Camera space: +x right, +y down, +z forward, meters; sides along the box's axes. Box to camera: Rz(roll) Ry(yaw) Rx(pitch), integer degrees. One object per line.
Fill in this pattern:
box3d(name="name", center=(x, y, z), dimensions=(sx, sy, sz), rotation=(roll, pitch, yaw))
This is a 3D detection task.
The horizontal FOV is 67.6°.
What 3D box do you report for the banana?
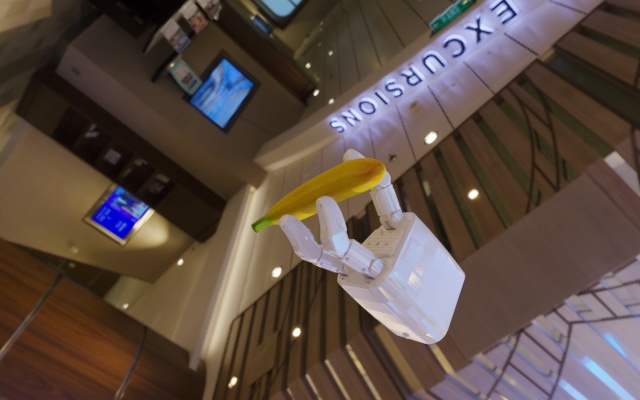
box3d(name="banana", center=(0.006, -0.007, 0.530), dimensions=(0.198, 0.037, 0.069), rotation=(-27, 17, 40))
